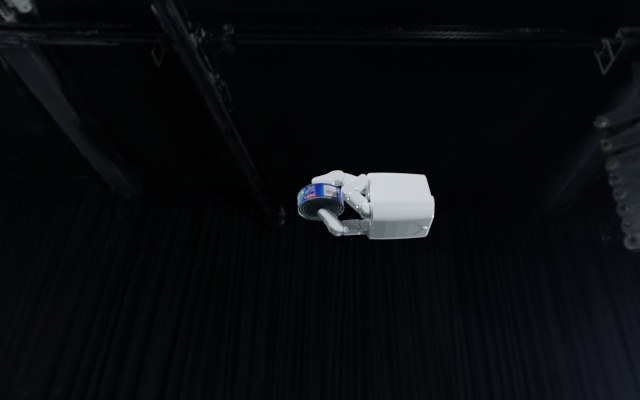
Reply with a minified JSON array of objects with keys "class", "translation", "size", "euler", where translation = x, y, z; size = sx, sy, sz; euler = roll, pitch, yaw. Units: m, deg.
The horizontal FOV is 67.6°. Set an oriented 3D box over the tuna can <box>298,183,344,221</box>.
[{"class":"tuna can","translation":[0.000,0.002,0.888],"size":[0.086,0.033,0.086],"euler":[-2,-30,-1]}]
